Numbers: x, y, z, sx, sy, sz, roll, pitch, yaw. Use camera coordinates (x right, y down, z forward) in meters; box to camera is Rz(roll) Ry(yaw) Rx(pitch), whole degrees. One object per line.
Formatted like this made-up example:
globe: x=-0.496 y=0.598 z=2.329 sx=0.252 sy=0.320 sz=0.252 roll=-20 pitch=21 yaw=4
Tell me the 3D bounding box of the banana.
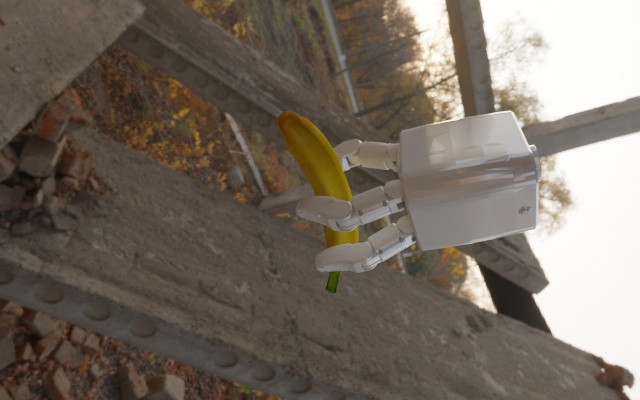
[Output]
banana: x=0.006 y=-0.005 z=0.478 sx=0.037 sy=0.198 sz=0.069 roll=-6 pitch=27 yaw=22
